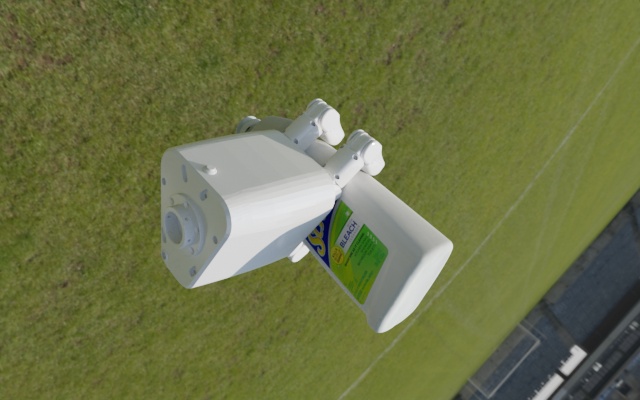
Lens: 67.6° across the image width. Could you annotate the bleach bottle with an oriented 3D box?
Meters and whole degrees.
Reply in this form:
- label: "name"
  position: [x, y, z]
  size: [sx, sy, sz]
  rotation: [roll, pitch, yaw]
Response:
- label: "bleach bottle"
  position: [0.000, 0.001, 0.461]
  size: [0.068, 0.103, 0.250]
  rotation: [-16, 48, -45]
